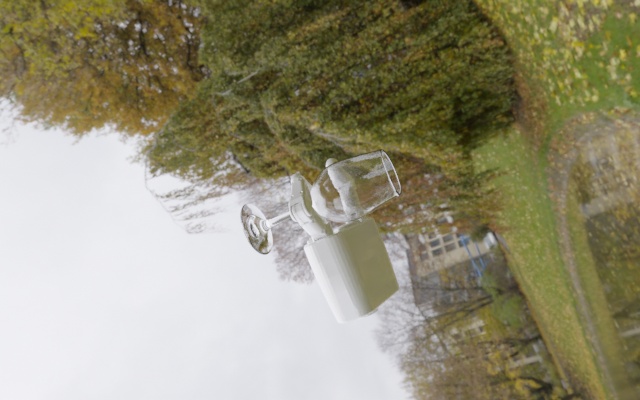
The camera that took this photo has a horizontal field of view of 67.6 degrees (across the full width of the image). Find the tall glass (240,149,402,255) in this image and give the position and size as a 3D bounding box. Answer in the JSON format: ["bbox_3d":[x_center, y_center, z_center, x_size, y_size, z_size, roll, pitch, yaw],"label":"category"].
[{"bbox_3d":[-0.001,0.002,0.615,0.201,0.079,0.079,-24,-8,19],"label":"tall glass"}]
